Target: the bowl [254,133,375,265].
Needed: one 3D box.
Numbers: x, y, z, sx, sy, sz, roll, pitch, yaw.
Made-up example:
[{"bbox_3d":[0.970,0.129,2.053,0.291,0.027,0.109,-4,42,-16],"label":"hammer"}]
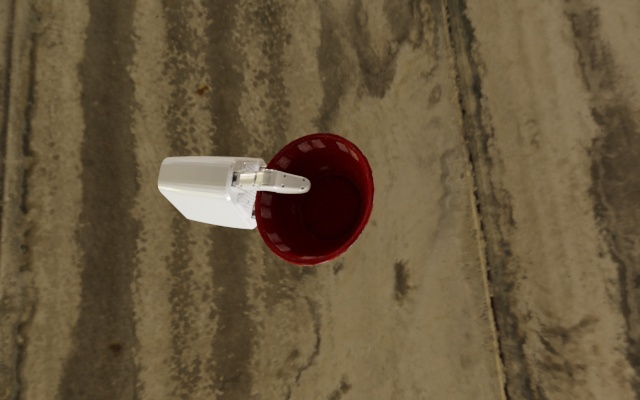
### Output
[{"bbox_3d":[0.001,0.002,0.586,0.162,0.162,0.055,0,-14,29],"label":"bowl"}]
